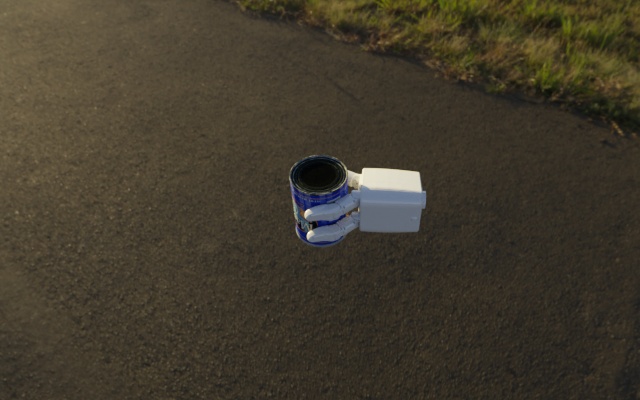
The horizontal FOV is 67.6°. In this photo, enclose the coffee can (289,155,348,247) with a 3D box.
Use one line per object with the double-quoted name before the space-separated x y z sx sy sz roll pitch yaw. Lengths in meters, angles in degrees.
"coffee can" 0.000 0.003 0.876 0.103 0.102 0.140 0 -44 4
